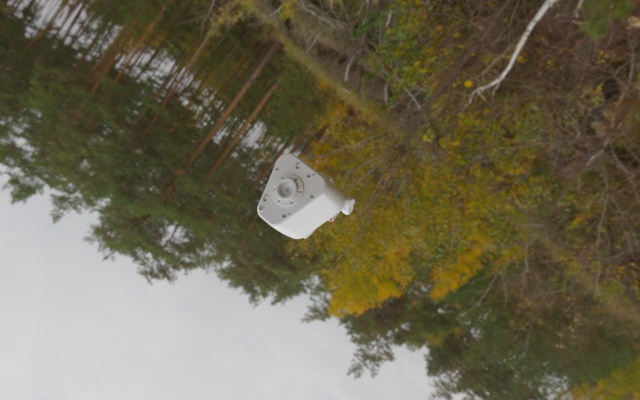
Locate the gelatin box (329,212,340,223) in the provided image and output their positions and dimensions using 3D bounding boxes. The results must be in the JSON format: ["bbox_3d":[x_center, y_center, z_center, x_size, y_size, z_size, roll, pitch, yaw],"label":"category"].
[{"bbox_3d":[0.000,0.003,0.872,0.073,0.030,0.089,39,-5,8],"label":"gelatin box"}]
